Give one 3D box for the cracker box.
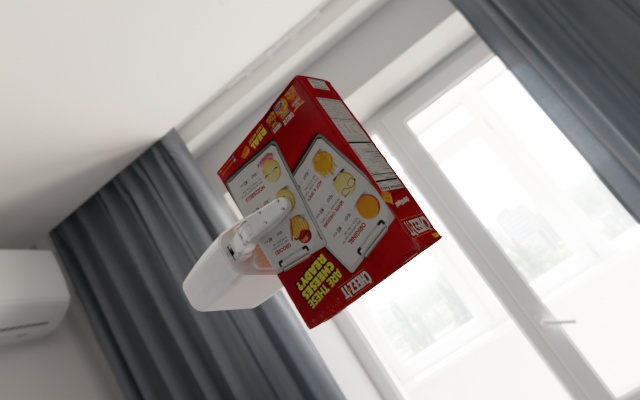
[{"bbox_3d":[0.000,0.002,0.516,0.164,0.213,0.072,-43,-18,32],"label":"cracker box"}]
